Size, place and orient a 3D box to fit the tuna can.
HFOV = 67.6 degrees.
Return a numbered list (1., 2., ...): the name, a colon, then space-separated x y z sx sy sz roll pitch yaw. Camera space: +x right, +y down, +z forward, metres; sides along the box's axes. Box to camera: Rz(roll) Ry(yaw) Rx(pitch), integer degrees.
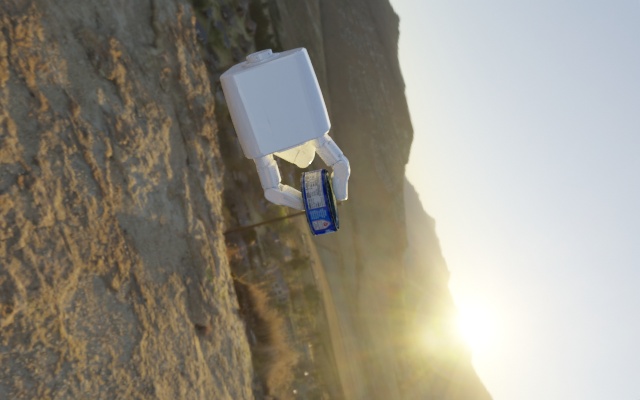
1. tuna can: 0.001 0.002 0.630 0.034 0.086 0.086 -11 -2 7
